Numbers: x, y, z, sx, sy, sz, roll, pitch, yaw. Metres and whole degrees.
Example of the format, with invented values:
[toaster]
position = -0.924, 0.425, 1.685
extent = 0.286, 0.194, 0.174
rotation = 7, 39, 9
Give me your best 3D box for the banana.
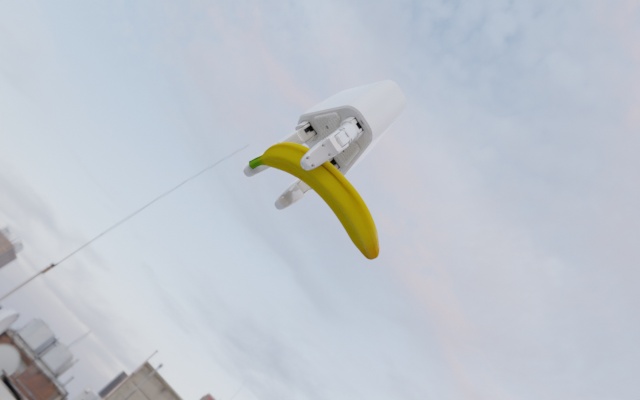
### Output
[banana]
position = 0.004, -0.012, 0.570
extent = 0.037, 0.198, 0.070
rotation = -42, -13, -43
